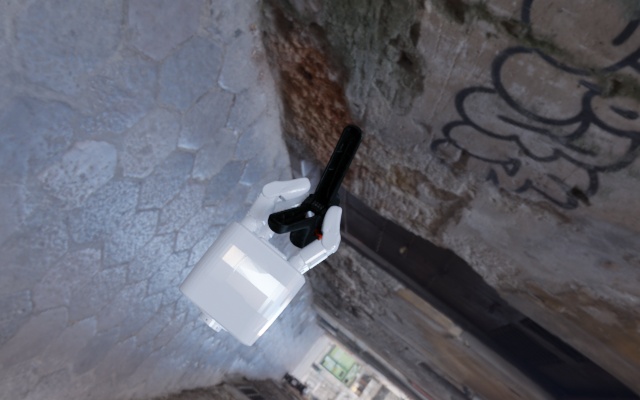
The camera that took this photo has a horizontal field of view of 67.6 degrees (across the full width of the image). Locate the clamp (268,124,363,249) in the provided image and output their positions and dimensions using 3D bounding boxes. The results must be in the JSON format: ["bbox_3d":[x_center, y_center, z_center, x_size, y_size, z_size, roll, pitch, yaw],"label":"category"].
[{"bbox_3d":[0.001,0.003,0.625,0.036,0.164,0.210,35,-15,14],"label":"clamp"}]
